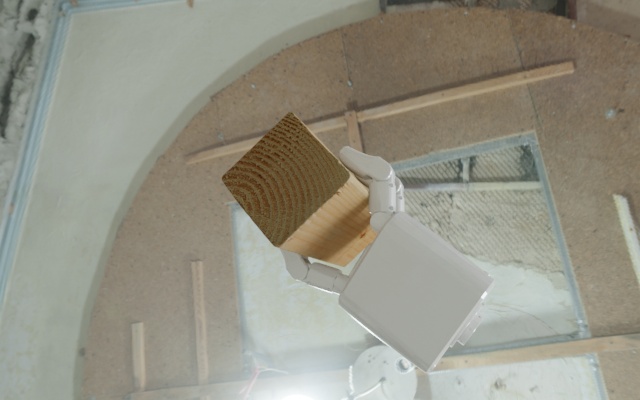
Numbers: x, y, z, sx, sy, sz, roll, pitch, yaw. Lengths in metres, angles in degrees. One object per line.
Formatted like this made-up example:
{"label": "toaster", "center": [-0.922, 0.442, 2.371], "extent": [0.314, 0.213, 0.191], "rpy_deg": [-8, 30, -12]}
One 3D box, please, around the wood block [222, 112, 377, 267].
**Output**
{"label": "wood block", "center": [0.000, 0.002, 0.504], "extent": [0.091, 0.090, 0.206], "rpy_deg": [-44, -22, 5]}
